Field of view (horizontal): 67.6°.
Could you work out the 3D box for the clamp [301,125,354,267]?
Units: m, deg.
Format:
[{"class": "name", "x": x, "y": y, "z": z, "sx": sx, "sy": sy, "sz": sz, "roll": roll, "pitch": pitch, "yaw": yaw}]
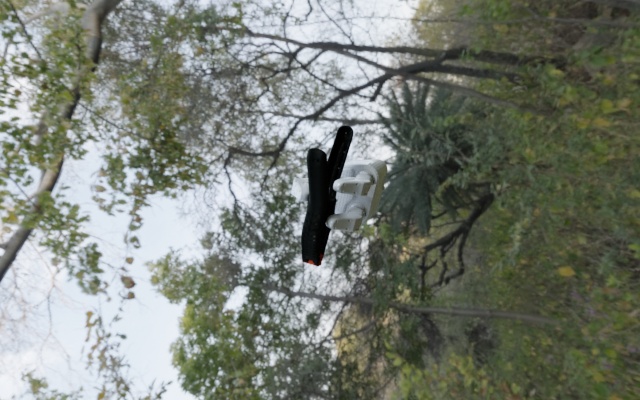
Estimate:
[{"class": "clamp", "x": -0.001, "y": 0.002, "z": 0.678, "sx": 0.036, "sy": 0.210, "sz": 0.164, "roll": 15, "pitch": 16, "yaw": 14}]
